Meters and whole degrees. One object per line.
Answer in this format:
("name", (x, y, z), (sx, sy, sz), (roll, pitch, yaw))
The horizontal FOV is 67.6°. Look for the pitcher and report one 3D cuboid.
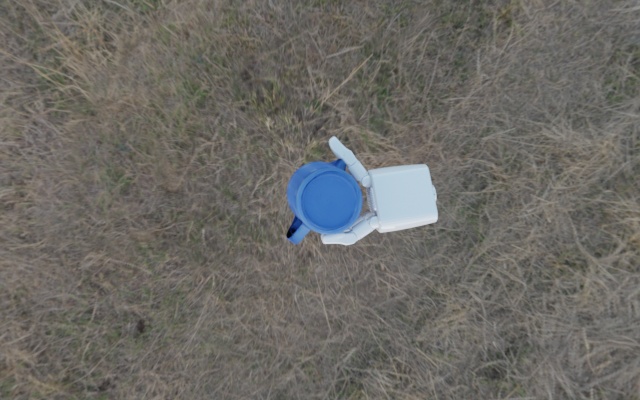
("pitcher", (0.000, 0.003, 0.869), (0.145, 0.149, 0.243), (-9, 4, -3))
